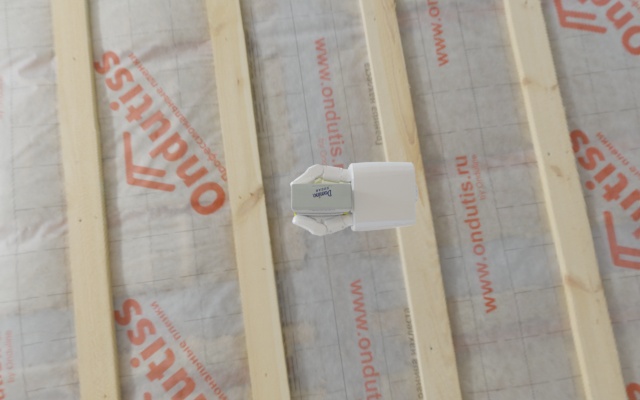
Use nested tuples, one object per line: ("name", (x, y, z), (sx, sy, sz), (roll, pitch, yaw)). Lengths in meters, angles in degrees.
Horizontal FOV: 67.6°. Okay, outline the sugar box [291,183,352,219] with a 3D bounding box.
("sugar box", (0.000, 0.002, 0.796), (0.093, 0.048, 0.176), (0, -8, -2))
